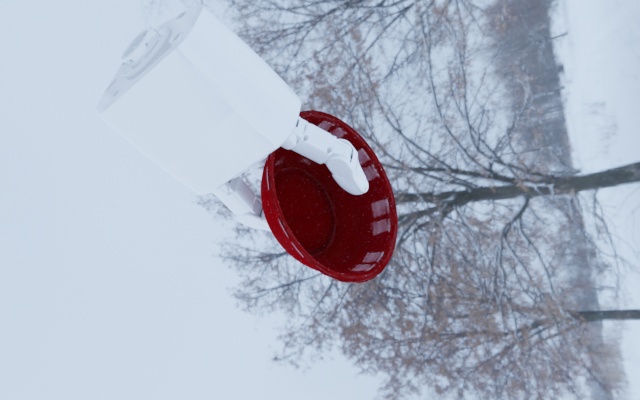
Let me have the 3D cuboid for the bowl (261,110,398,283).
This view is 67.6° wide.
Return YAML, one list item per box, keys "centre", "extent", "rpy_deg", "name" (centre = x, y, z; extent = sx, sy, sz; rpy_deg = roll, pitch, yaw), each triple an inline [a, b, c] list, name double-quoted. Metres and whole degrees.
- centre: [0.001, 0.002, 0.442]
  extent: [0.162, 0.162, 0.055]
  rpy_deg: [0, -19, -45]
  name: "bowl"
